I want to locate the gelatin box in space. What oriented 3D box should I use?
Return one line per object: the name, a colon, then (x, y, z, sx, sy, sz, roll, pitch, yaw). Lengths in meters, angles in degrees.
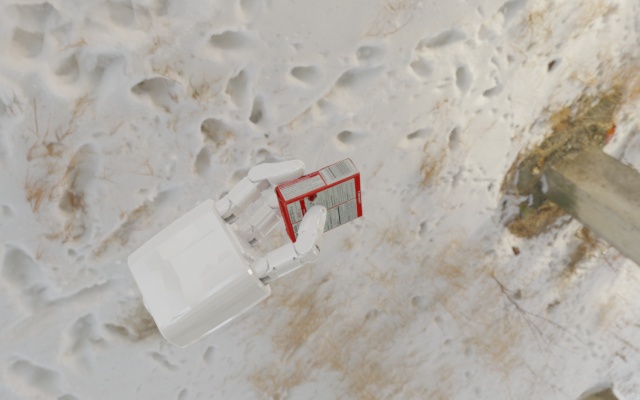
gelatin box: (0.001, 0.002, 0.519, 0.089, 0.030, 0.073, -22, -40, -10)
